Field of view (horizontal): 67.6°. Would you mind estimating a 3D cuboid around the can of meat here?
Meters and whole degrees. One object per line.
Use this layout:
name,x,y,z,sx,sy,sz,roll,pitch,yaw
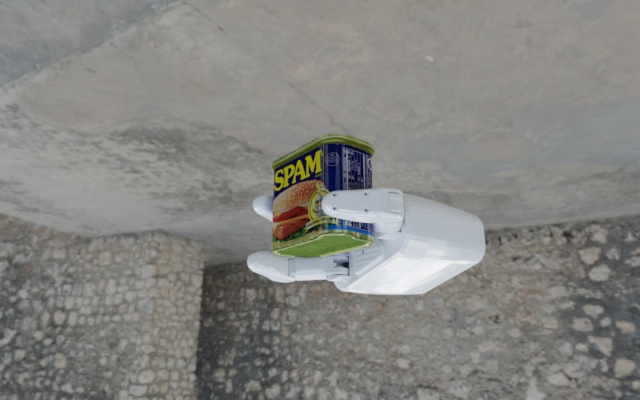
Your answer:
can of meat,0.000,0.002,0.411,0.057,0.084,0.102,14,-22,-37
